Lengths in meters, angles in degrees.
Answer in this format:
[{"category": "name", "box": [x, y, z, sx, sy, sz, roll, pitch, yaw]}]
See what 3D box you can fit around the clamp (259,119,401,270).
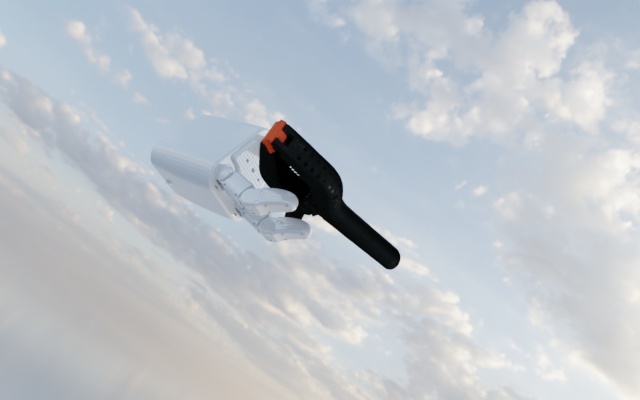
[{"category": "clamp", "box": [0.000, 0.001, 0.512, 0.164, 0.036, 0.210, 16, -30, 27]}]
